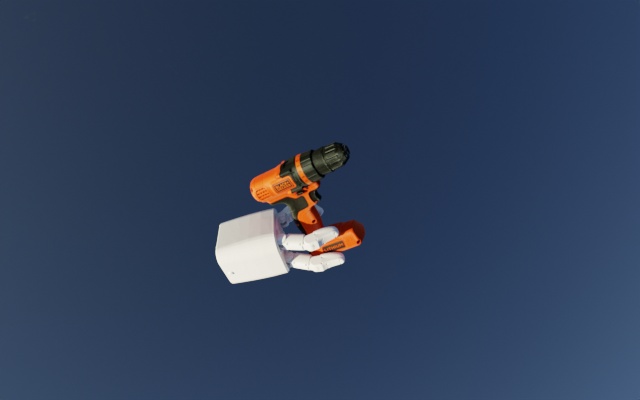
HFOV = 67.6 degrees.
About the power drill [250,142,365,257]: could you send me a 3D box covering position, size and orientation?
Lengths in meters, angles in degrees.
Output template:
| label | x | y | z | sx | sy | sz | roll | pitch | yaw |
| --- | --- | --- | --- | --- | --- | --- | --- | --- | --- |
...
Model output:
| label | x | y | z | sx | sy | sz | roll | pitch | yaw |
| --- | --- | --- | --- | --- | --- | --- | --- | --- | --- |
| power drill | 0.000 | 0.003 | 0.809 | 0.184 | 0.188 | 0.057 | -21 | 27 | 26 |
